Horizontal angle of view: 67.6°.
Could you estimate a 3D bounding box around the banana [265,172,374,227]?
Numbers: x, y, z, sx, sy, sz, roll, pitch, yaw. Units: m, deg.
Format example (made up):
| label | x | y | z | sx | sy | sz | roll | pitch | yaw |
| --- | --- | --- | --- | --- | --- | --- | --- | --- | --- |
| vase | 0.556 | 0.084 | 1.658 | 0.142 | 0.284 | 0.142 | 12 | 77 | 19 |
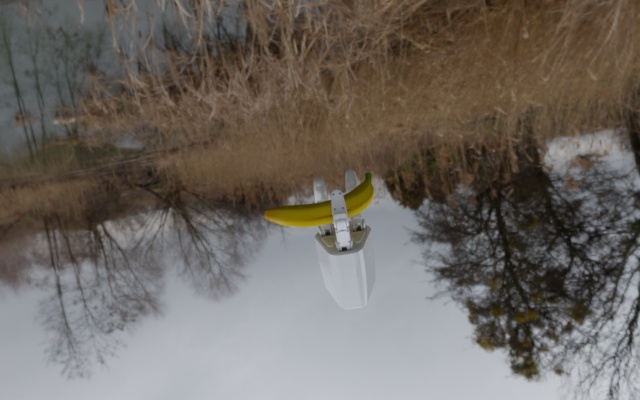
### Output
| label | x | y | z | sx | sy | sz | roll | pitch | yaw |
| --- | --- | --- | --- | --- | --- | --- | --- | --- | --- |
| banana | 0.011 | 0.010 | 0.773 | 0.198 | 0.037 | 0.069 | -19 | 34 | -17 |
